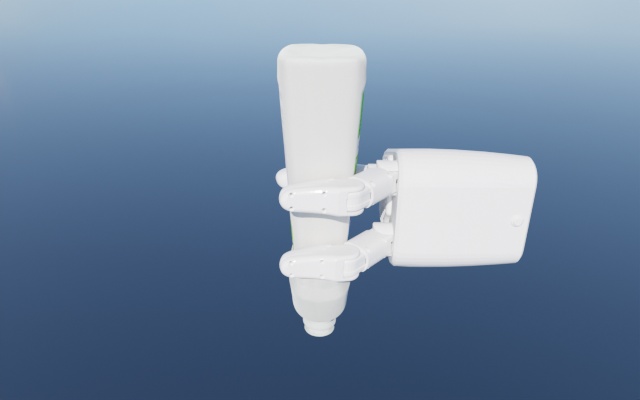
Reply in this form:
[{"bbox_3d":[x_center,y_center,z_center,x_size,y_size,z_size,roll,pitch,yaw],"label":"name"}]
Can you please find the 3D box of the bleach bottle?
[{"bbox_3d":[0.000,0.001,0.410,0.068,0.251,0.102,1,24,0],"label":"bleach bottle"}]
